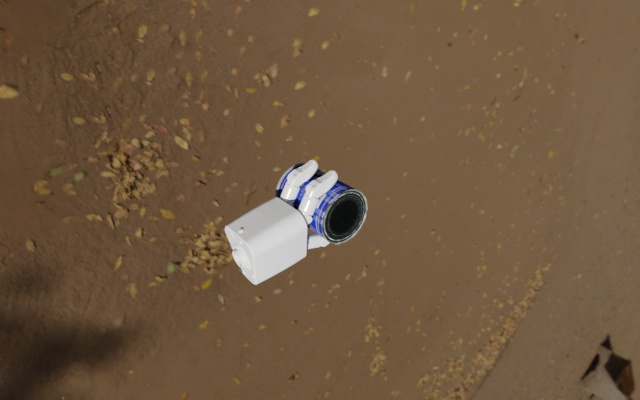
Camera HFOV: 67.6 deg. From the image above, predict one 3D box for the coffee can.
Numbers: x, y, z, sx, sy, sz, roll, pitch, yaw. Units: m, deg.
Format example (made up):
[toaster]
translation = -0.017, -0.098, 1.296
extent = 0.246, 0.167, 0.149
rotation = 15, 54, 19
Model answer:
[coffee can]
translation = 0.000, 0.003, 0.859
extent = 0.103, 0.103, 0.140
rotation = 0, 22, -41
